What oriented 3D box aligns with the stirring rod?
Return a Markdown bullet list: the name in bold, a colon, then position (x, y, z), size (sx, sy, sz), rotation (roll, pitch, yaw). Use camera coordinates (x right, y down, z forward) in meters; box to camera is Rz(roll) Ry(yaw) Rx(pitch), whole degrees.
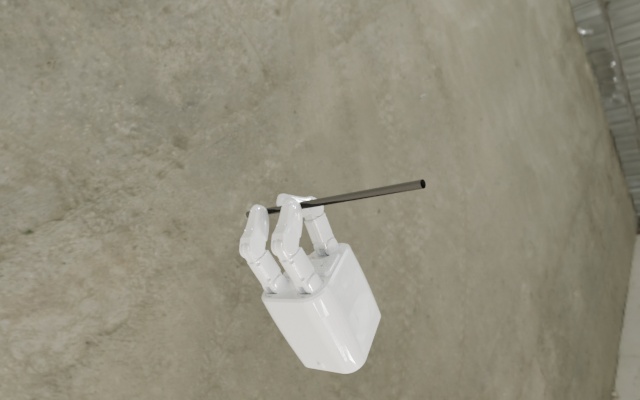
- **stirring rod**: position (0.000, 0.002, 0.479), size (0.239, 0.011, 0.011), rotation (-10, -7, 44)
